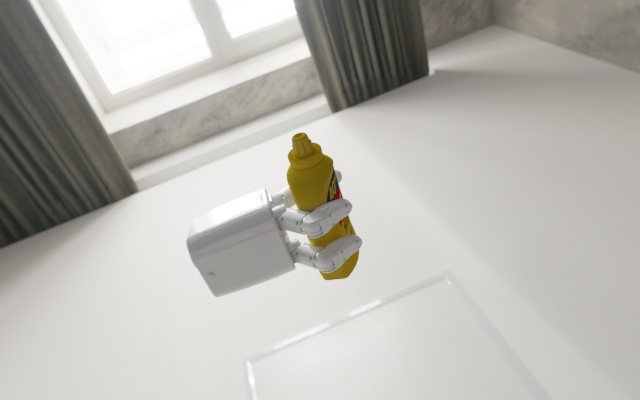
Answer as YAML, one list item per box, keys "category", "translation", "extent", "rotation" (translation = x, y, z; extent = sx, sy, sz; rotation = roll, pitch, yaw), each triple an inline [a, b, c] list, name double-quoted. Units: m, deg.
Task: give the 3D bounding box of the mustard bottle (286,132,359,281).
- category: "mustard bottle"
  translation: [0.000, 0.002, 0.593]
  extent: [0.058, 0.192, 0.096]
  rotation: [-8, 36, 16]
